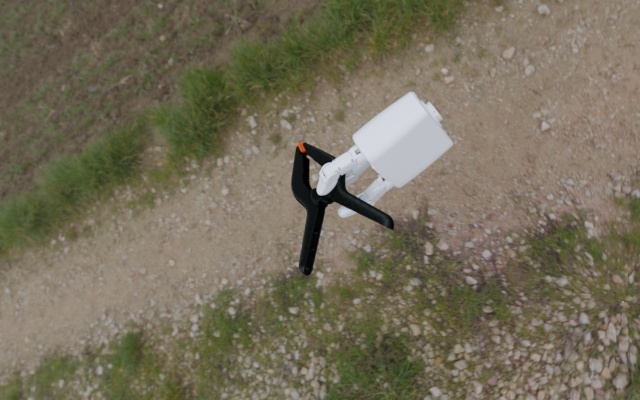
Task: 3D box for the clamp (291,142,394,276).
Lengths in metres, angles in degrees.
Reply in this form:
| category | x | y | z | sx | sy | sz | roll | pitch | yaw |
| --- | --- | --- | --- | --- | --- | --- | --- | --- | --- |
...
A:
| category | x | y | z | sx | sy | sz | roll | pitch | yaw |
| --- | --- | --- | --- | --- | --- | --- | --- | --- | --- |
| clamp | 0.000 | 0.002 | 0.750 | 0.164 | 0.210 | 0.036 | -37 | -27 | 15 |
